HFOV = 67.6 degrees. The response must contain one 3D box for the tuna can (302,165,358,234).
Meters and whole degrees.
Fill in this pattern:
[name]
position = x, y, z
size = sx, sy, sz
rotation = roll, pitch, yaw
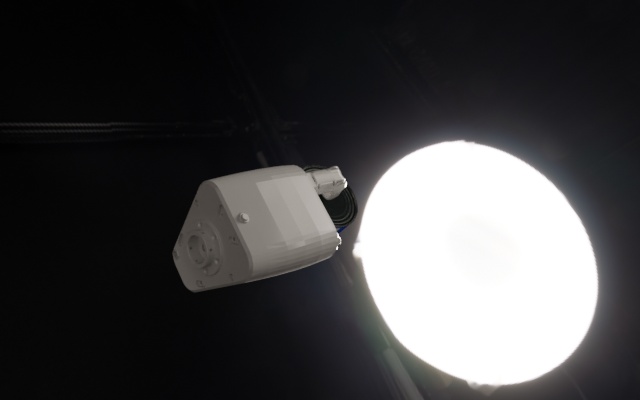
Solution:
[tuna can]
position = 0.000, 0.002, 0.564
size = 0.086, 0.086, 0.034
rotation = 0, -32, -40
